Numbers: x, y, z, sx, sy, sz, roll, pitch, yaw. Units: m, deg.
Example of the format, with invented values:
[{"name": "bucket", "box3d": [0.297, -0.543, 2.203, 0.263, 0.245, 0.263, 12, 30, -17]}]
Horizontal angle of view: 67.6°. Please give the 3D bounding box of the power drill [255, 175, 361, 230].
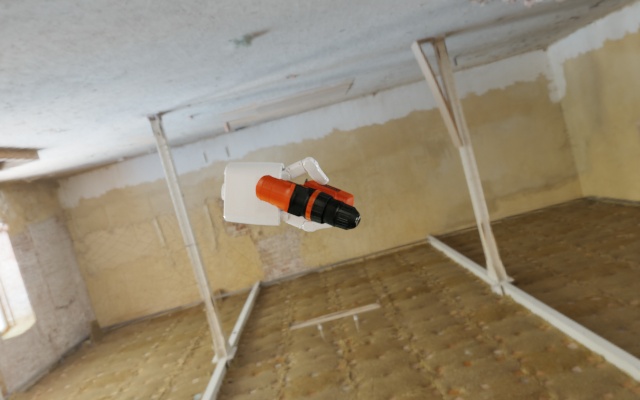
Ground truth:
[{"name": "power drill", "box3d": [0.000, 0.003, 0.841, 0.184, 0.057, 0.187, 21, 5, 17]}]
